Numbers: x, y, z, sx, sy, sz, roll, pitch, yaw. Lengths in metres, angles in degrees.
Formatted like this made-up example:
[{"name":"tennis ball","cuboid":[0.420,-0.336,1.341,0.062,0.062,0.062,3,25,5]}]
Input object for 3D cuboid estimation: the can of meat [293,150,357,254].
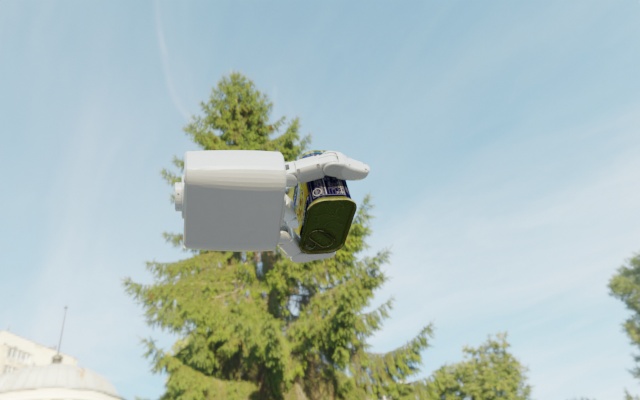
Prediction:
[{"name":"can of meat","cuboid":[0.000,0.002,0.580,0.057,0.084,0.102,-2,-41,-14]}]
